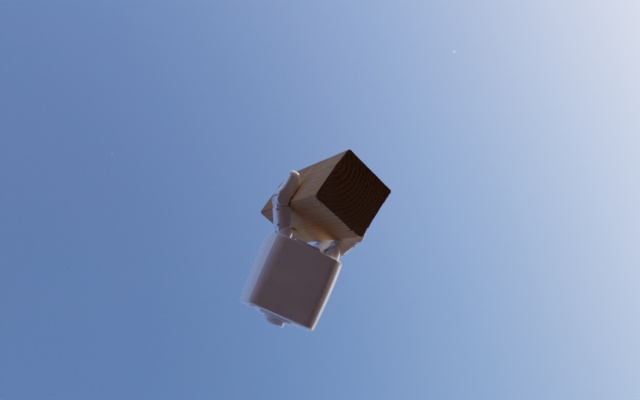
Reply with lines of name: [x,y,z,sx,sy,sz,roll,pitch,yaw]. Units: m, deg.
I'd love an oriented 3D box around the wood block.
wood block: [0.000,0.003,0.735,0.091,0.090,0.206,43,-24,-16]
